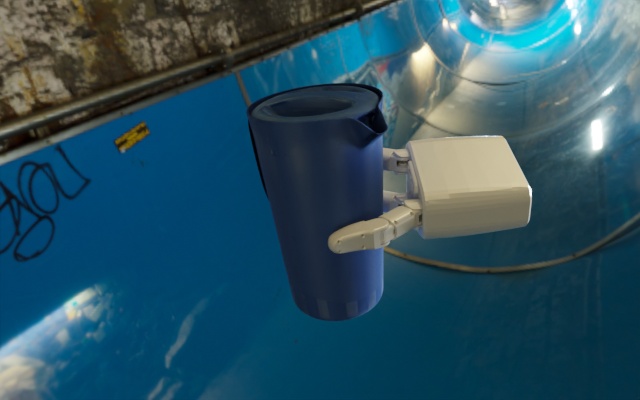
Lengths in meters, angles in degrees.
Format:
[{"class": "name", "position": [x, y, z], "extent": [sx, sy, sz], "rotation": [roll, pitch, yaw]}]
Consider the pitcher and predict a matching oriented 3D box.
[{"class": "pitcher", "position": [0.000, 0.002, 0.519], "extent": [0.145, 0.243, 0.149], "rotation": [-6, 27, 1]}]
